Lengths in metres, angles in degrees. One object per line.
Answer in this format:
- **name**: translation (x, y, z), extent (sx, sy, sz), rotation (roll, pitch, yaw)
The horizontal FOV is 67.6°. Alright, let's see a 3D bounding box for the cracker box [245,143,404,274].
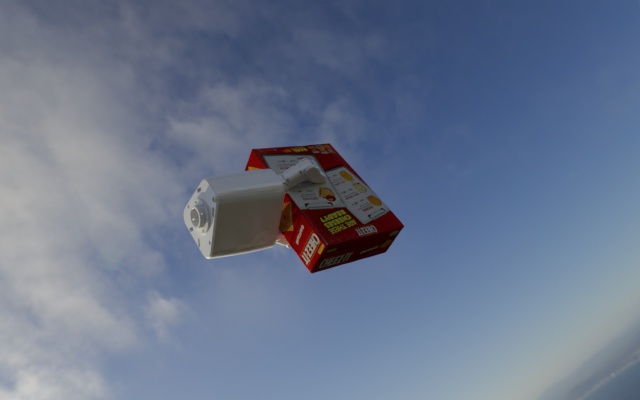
- **cracker box**: translation (0.000, 0.002, 0.754), extent (0.164, 0.072, 0.213), rotation (-10, 49, -40)
